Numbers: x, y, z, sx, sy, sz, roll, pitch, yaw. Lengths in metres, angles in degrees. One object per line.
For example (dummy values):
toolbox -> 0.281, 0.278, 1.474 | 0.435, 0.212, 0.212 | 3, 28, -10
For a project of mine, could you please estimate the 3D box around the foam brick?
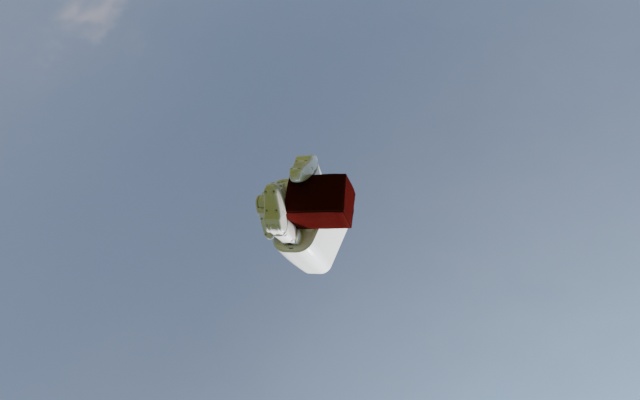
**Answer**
foam brick -> 0.000, 0.002, 0.597 | 0.078, 0.053, 0.051 | -1, -27, 19
